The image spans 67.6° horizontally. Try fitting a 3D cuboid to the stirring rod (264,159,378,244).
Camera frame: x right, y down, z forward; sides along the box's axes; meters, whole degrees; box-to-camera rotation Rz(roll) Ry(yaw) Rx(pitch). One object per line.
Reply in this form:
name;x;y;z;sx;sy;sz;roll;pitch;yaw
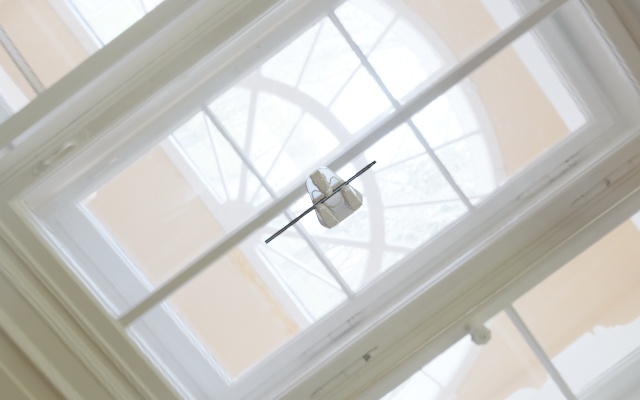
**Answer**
stirring rod;0.000;0.003;0.834;0.239;0.011;0.011;-36;-2;2
